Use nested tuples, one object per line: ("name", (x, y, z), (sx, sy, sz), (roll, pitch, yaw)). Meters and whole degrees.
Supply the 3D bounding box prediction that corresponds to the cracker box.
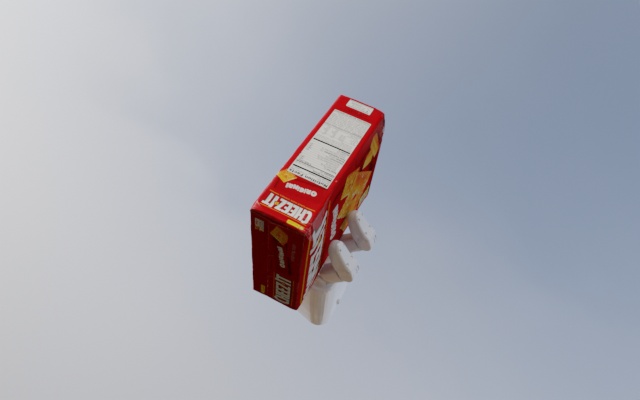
("cracker box", (0.000, 0.002, 0.581), (0.072, 0.213, 0.164), (24, -38, 13))
